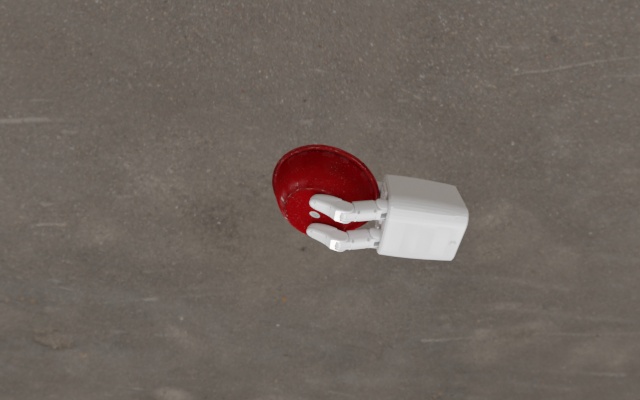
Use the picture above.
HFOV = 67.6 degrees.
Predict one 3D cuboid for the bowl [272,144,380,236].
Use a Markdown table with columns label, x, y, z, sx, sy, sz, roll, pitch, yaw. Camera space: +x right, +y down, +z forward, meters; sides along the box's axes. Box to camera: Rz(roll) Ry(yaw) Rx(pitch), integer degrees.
| label | x | y | z | sx | sy | sz | roll | pitch | yaw |
| --- | --- | --- | --- | --- | --- | --- | --- | --- | --- |
| bowl | -0.001 | 0.002 | 0.679 | 0.162 | 0.162 | 0.055 | 0 | 39 | 18 |
